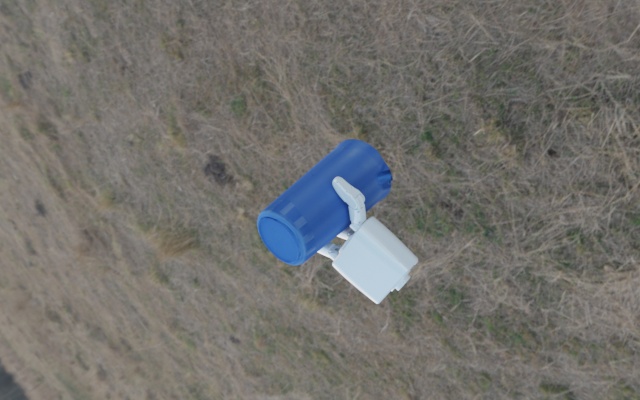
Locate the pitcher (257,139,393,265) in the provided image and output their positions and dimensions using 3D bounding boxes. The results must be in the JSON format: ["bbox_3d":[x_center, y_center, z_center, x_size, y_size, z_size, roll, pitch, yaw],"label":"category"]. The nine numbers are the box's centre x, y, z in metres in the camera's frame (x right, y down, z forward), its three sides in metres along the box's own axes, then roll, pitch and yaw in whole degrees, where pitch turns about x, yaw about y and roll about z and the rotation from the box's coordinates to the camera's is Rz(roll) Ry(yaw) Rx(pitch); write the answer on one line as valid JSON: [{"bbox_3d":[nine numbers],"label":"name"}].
[{"bbox_3d":[0.000,0.003,0.843,0.242,0.145,0.149,-39,-15,-36],"label":"pitcher"}]
